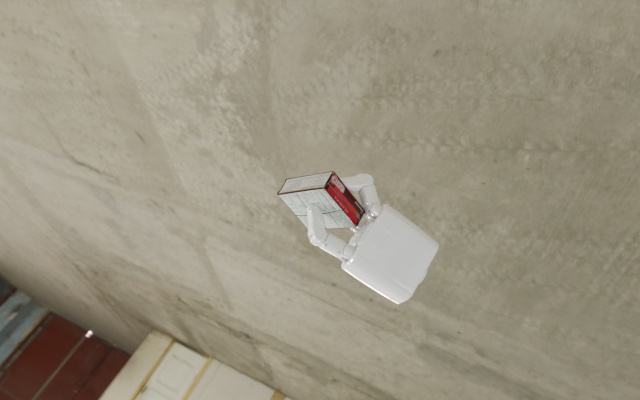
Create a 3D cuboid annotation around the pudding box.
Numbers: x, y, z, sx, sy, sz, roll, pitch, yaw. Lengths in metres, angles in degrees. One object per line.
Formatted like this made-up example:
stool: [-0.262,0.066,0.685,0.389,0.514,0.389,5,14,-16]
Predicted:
pudding box: [0.000,0.003,0.738,0.113,0.039,0.090,-8,-49,45]
